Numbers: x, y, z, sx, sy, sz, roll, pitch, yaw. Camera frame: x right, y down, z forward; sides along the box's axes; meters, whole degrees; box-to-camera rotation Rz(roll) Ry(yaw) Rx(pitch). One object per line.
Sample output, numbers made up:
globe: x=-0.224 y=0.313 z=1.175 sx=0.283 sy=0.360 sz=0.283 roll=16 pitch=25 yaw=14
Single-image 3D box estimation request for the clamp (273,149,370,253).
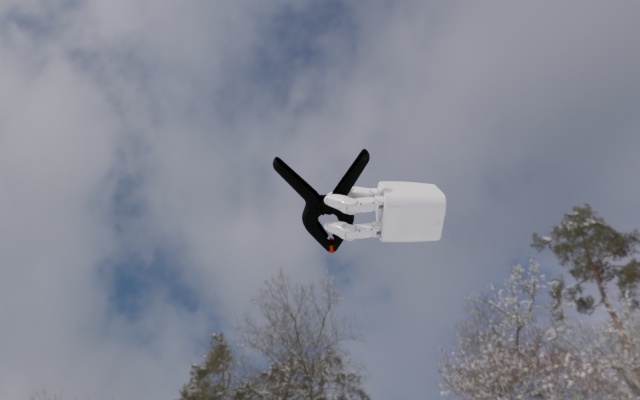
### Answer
clamp: x=0.000 y=0.003 z=0.855 sx=0.164 sy=0.210 sz=0.036 roll=2 pitch=32 yaw=2
